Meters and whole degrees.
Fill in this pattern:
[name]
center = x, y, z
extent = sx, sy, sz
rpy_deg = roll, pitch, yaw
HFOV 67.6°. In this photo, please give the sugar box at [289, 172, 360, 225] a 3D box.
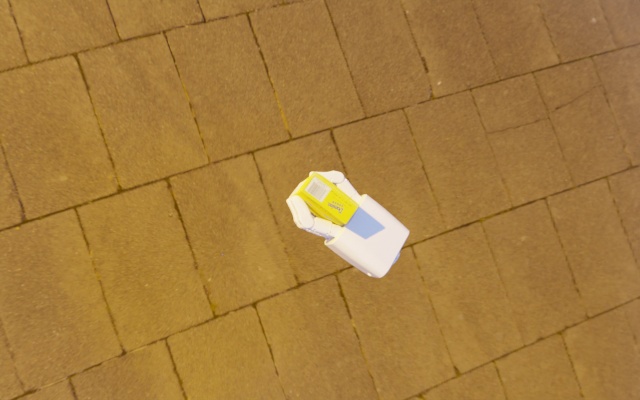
[sugar box]
center = 0.000, 0.003, 0.839
extent = 0.093, 0.048, 0.176
rpy_deg = 38, -12, -5
